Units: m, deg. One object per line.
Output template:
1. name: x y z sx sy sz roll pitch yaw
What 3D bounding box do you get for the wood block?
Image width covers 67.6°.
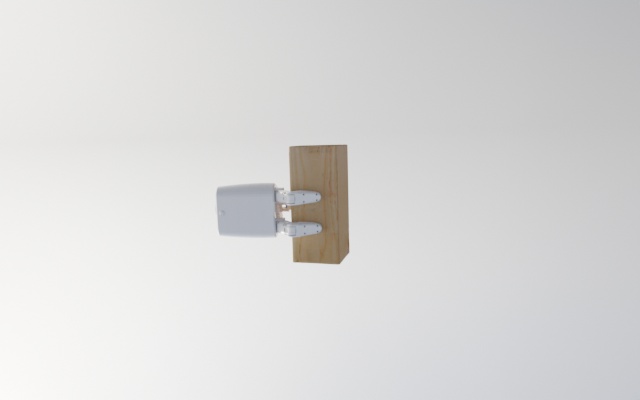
1. wood block: 0.000 0.003 0.867 0.090 0.206 0.091 1 8 14
